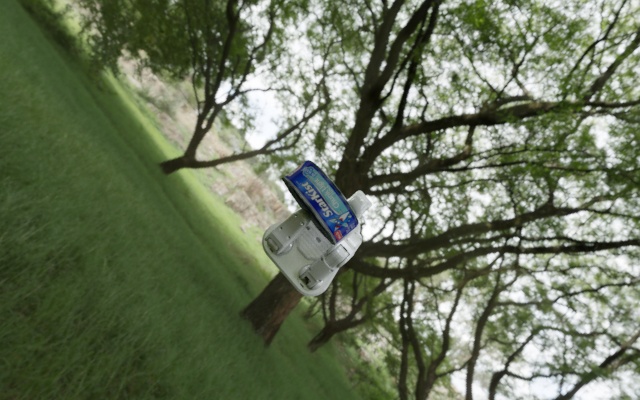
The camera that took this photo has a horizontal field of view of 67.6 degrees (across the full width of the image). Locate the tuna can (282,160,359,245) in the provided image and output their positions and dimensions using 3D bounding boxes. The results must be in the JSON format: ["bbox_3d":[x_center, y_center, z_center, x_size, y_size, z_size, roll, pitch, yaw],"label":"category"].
[{"bbox_3d":[0.001,0.001,0.481,0.034,0.086,0.086,-38,5,-6],"label":"tuna can"}]
